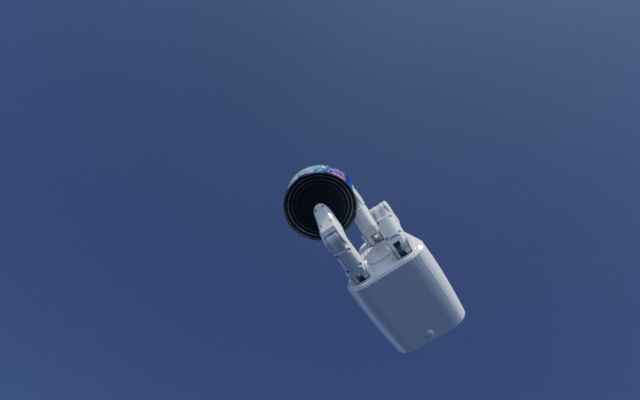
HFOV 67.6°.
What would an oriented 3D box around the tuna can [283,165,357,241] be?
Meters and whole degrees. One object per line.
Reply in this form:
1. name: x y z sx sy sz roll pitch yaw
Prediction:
1. tuna can: 0.000 0.002 0.566 0.086 0.086 0.033 0 22 2
